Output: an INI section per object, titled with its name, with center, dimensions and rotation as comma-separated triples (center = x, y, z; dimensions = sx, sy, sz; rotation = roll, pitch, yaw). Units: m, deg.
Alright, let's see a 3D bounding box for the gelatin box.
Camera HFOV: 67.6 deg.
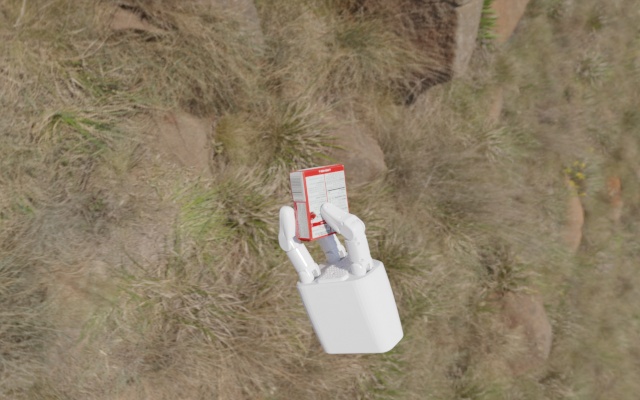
[gelatin box]
center = 0.000, 0.002, 0.611
dimensions = 0.073, 0.089, 0.030
rotation = -13, 9, -43
